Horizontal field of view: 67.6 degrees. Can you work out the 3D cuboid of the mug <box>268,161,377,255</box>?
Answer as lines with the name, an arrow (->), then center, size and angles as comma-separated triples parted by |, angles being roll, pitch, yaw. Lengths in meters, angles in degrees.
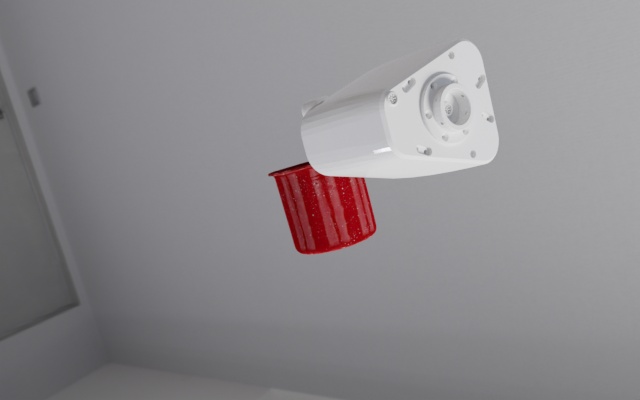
mug -> -0.001, 0.002, 0.468 | 0.093, 0.081, 0.117 | -19, 7, -26
